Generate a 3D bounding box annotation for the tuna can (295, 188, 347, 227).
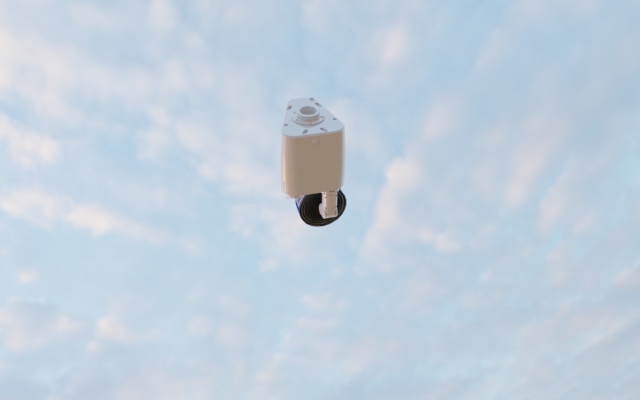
[{"bbox_3d":[0.000,0.002,0.830,0.086,0.086,0.033,0,37,-21],"label":"tuna can"}]
